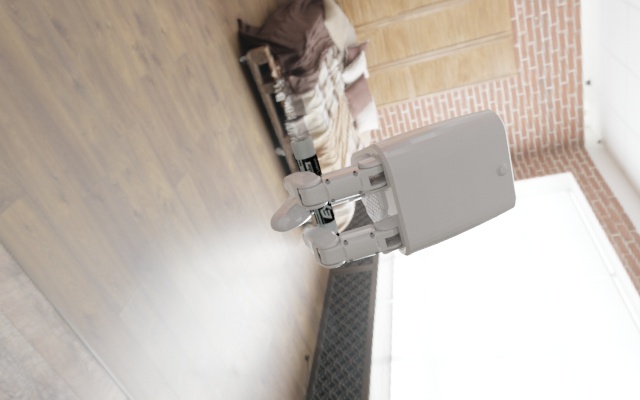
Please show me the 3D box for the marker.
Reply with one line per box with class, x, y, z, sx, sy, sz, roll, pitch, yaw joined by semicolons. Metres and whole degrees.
marker;0.000;0.001;0.429;0.020;0.121;0.020;-15;21;6
